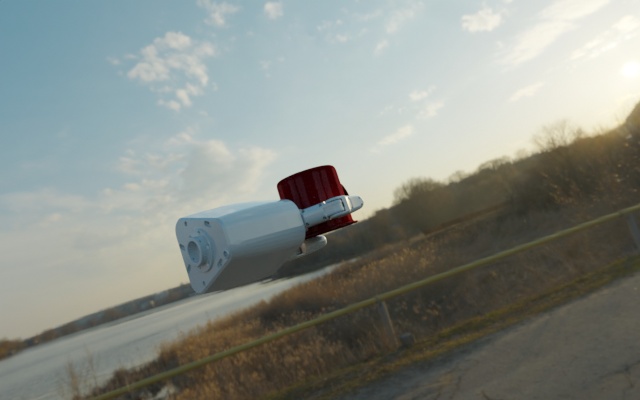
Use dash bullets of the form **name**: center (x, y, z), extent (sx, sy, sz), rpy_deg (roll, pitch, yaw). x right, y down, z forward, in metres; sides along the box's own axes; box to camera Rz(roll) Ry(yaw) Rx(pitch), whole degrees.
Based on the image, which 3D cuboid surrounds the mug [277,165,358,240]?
- **mug**: center (0.001, 0.002, 0.631), extent (0.093, 0.081, 0.117), rpy_deg (-23, -7, 43)
